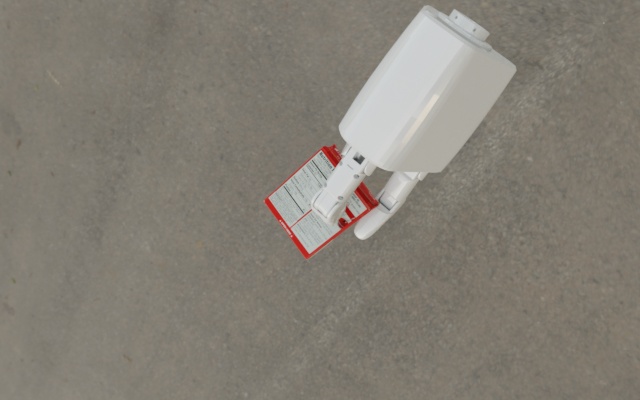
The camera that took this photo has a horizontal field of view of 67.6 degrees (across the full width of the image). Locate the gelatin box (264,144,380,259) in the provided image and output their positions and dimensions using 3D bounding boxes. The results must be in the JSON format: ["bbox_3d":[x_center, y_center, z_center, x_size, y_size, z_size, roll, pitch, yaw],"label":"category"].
[{"bbox_3d":[0.000,0.002,0.458,0.089,0.073,0.030,-40,-7,26],"label":"gelatin box"}]
